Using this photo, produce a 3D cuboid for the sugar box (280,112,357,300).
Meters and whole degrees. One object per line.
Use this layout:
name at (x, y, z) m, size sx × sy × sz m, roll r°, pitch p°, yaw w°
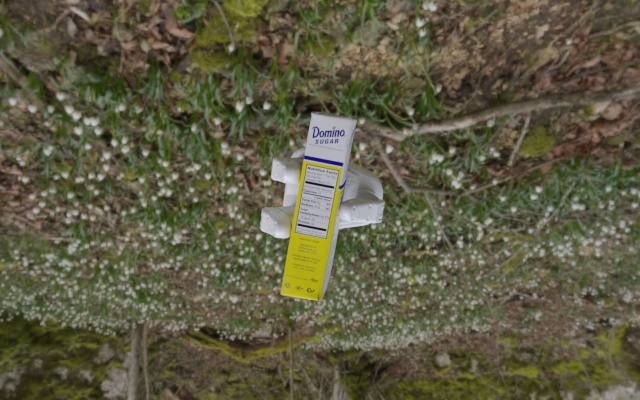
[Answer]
sugar box at (0.000, 0.002, 0.480) m, size 0.048 × 0.176 × 0.093 m, roll 8°, pitch 9°, yaw 4°
